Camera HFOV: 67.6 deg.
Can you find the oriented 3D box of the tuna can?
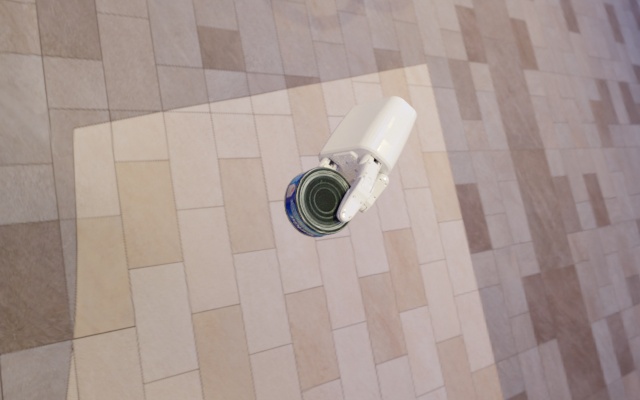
[{"bbox_3d":[0.000,0.002,0.593,0.086,0.086,0.034,0,-9,-29],"label":"tuna can"}]
